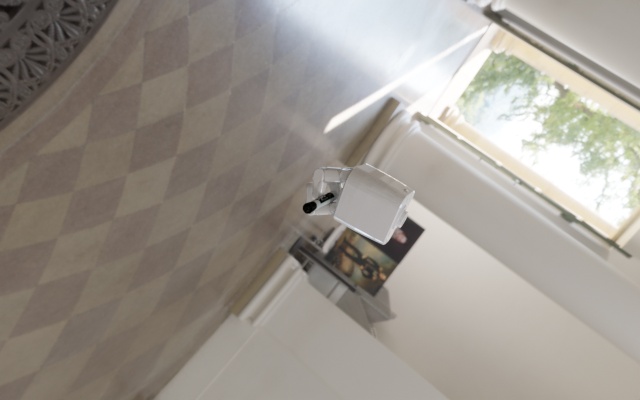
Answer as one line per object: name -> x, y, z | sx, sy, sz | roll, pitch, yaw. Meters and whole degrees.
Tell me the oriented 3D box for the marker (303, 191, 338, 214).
marker -> 0.000, 0.003, 0.841 | 0.020, 0.020, 0.121 | 0, 11, 23
